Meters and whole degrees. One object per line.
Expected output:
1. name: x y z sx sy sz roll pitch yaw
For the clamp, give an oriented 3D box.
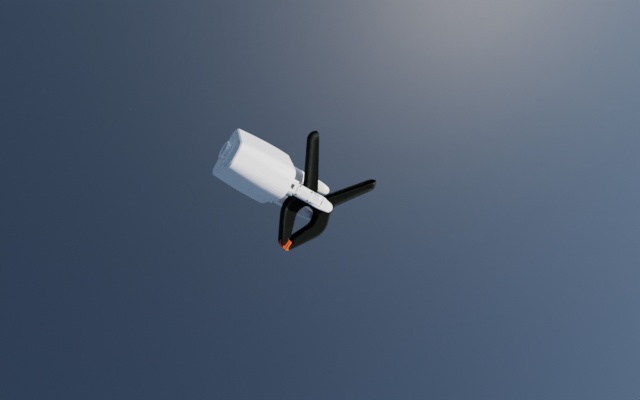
1. clamp: 0.000 0.003 0.864 0.164 0.210 0.036 30 -1 -25
